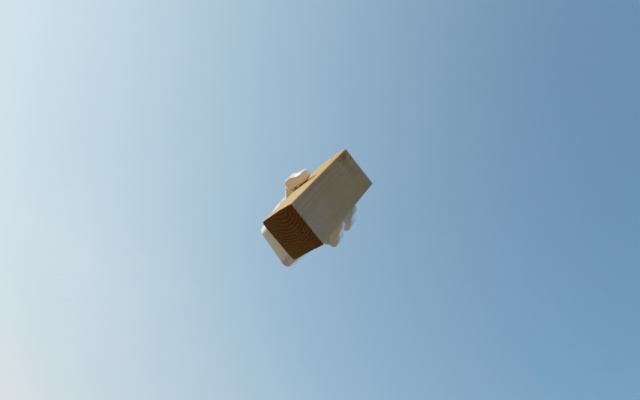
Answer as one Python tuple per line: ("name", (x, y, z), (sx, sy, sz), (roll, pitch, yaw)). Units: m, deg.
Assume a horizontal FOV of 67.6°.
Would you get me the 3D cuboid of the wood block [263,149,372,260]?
("wood block", (0.000, 0.003, 0.883), (0.090, 0.091, 0.206), (-32, 11, 43))
